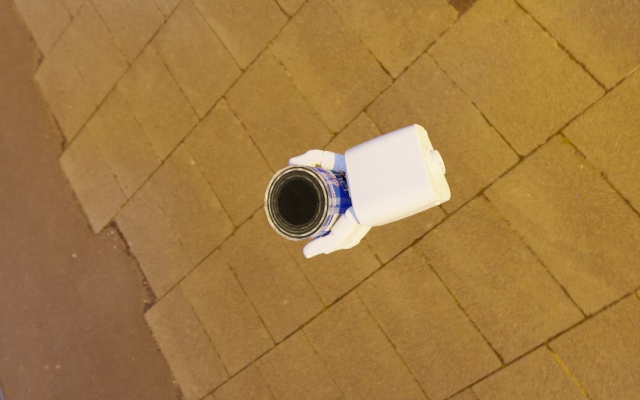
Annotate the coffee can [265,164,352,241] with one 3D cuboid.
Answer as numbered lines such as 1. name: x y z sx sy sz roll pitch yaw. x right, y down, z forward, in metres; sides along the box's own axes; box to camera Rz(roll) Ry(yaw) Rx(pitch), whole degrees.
1. coffee can: 0.000 0.002 0.696 0.103 0.103 0.140 0 0 28
